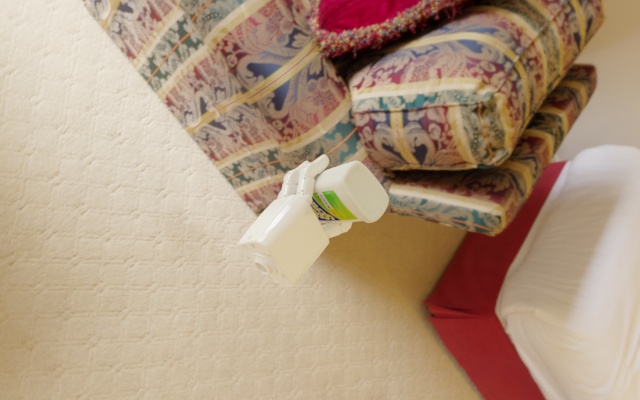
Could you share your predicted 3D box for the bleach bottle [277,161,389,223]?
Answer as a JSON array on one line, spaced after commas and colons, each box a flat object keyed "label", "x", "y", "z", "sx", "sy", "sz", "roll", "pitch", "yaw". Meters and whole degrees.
[{"label": "bleach bottle", "x": 0.000, "y": 0.003, "z": 0.850, "sx": 0.251, "sy": 0.102, "sz": 0.068, "roll": -15, "pitch": 30, "yaw": 54}]
